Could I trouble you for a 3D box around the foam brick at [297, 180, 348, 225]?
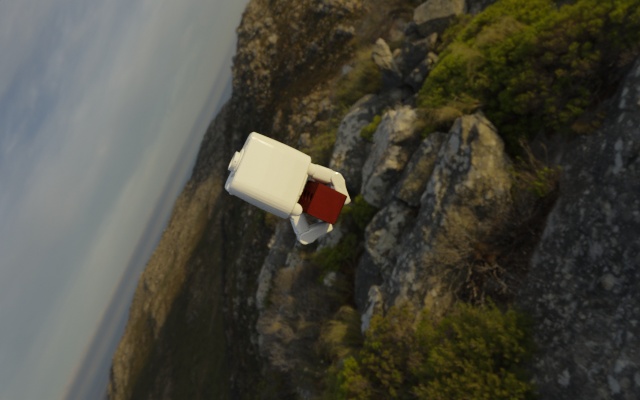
[{"bbox_3d":[0.000,0.003,0.775,0.051,0.053,0.078,25,-2,-16],"label":"foam brick"}]
